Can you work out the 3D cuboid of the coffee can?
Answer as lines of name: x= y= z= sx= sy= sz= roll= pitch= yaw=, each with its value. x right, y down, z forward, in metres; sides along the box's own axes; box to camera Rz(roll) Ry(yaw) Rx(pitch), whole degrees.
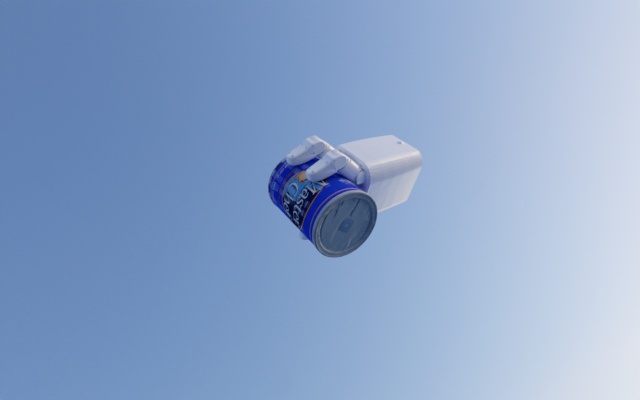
coffee can: x=0.000 y=0.002 z=0.692 sx=0.103 sy=0.103 sz=0.140 roll=0 pitch=28 yaw=-36
